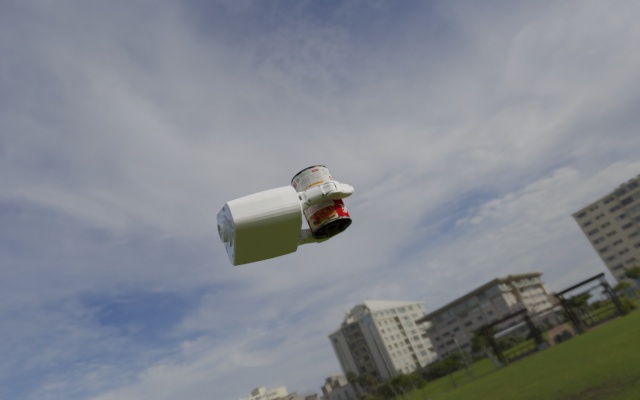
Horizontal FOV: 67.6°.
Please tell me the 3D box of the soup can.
[{"bbox_3d":[0.000,0.002,0.774,0.068,0.102,0.068,-20,-23,-9],"label":"soup can"}]
